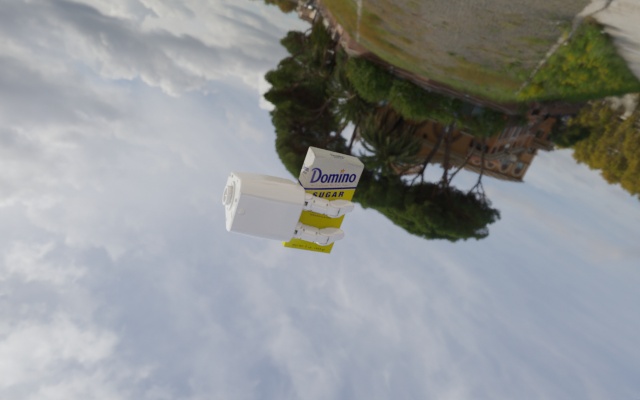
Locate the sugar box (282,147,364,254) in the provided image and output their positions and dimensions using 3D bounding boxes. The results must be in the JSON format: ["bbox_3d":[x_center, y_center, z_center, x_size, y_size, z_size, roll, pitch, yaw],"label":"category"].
[{"bbox_3d":[0.000,0.003,0.823,0.093,0.176,0.048,10,25,-23],"label":"sugar box"}]
